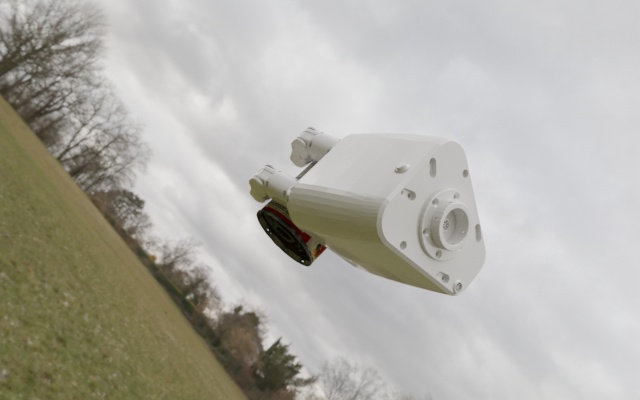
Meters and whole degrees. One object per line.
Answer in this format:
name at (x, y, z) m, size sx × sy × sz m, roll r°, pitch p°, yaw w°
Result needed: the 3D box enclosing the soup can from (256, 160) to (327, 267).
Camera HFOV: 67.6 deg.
soup can at (0.000, 0.001, 0.445) m, size 0.102 × 0.068 × 0.068 m, roll -45°, pitch 20°, yaw -21°
